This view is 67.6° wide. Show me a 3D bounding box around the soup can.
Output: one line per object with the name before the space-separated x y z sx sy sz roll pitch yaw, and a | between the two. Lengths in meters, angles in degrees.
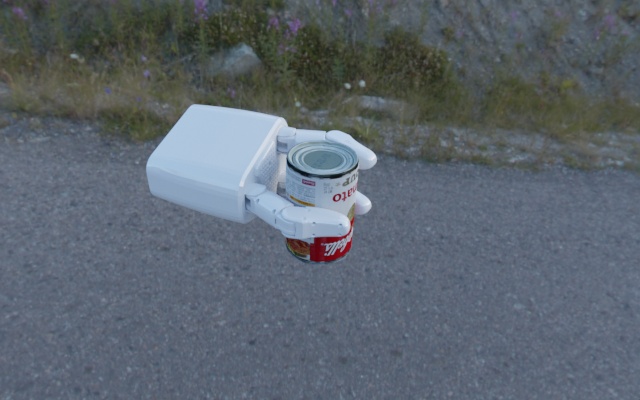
soup can | 0.001 0.001 0.459 0.068 0.102 0.068 2 35 -1
